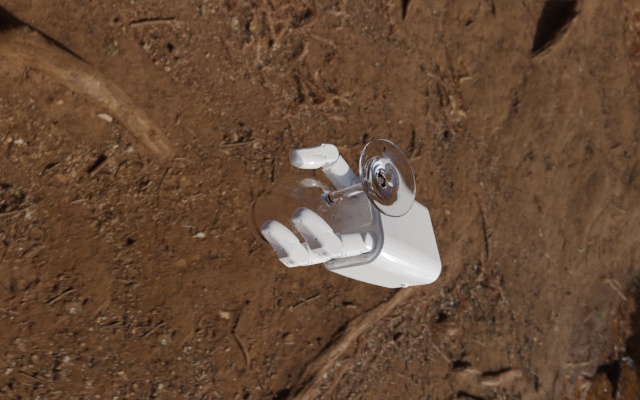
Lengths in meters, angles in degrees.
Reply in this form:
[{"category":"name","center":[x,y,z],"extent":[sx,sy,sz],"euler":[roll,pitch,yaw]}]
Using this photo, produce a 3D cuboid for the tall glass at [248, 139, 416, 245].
[{"category":"tall glass","center":[0.000,0.001,0.509],"extent":[0.079,0.079,0.201],"euler":[0,-13,-41]}]
